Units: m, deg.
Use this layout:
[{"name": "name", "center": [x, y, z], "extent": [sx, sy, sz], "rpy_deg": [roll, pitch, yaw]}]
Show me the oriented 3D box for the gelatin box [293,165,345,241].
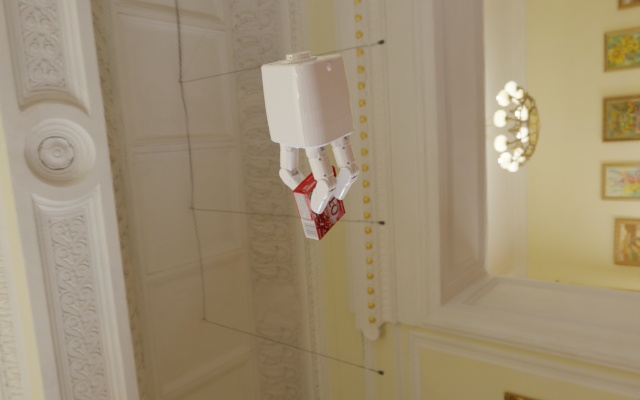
[{"name": "gelatin box", "center": [0.000, 0.003, 0.704], "extent": [0.030, 0.089, 0.073], "rpy_deg": [13, 42, 34]}]
